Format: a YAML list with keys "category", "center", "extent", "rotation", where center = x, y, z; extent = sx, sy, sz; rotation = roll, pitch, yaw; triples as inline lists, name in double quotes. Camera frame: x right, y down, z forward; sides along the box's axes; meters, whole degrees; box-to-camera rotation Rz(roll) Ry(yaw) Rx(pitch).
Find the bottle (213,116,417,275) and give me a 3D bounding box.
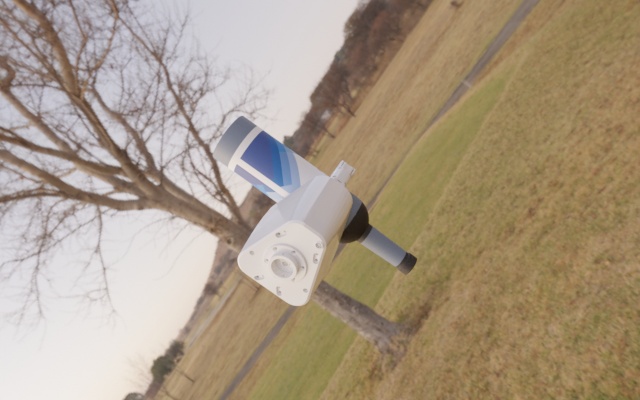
- category: "bottle"
  center: [0.000, 0.002, 0.625]
  extent: [0.296, 0.069, 0.069]
  rotation: [35, -2, -2]
